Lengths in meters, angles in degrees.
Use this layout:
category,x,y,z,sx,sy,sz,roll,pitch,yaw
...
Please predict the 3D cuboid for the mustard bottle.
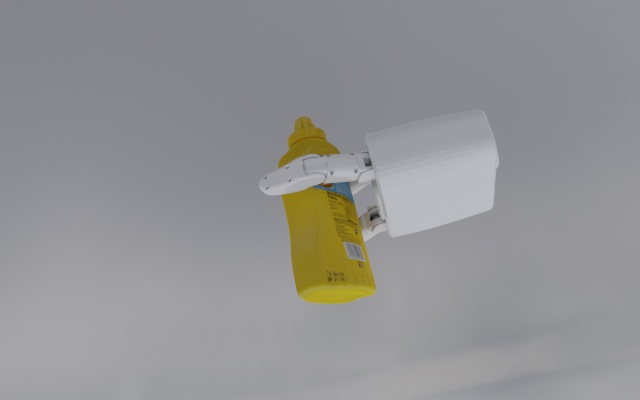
category,x,y,z,sx,sy,sz,roll,pitch,yaw
mustard bottle,0.000,0.002,0.471,0.058,0.191,0.096,-24,-25,29
